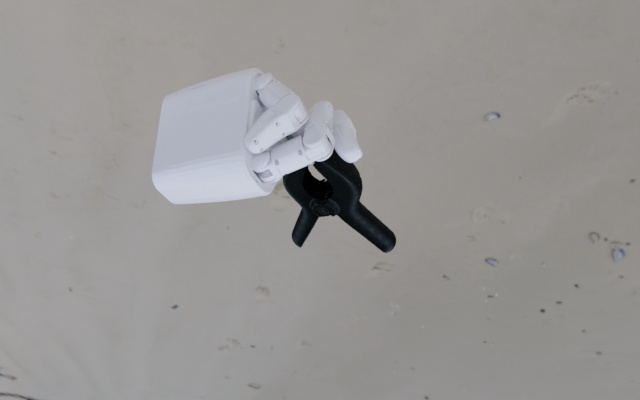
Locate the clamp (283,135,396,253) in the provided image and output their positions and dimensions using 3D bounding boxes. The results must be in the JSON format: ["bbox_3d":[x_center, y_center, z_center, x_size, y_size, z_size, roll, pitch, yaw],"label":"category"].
[{"bbox_3d":[0.000,0.002,0.495,0.120,0.039,0.172,-9,-46,22],"label":"clamp"}]
